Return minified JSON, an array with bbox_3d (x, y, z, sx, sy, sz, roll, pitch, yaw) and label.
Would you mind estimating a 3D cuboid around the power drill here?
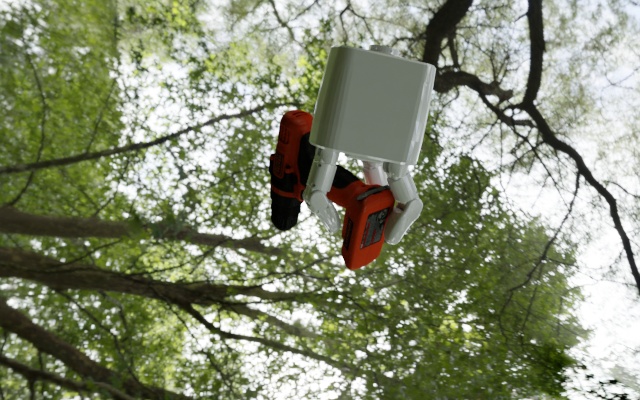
[{"bbox_3d":[0.000,0.002,0.605,0.057,0.185,0.187,-22,46,-35],"label":"power drill"}]
